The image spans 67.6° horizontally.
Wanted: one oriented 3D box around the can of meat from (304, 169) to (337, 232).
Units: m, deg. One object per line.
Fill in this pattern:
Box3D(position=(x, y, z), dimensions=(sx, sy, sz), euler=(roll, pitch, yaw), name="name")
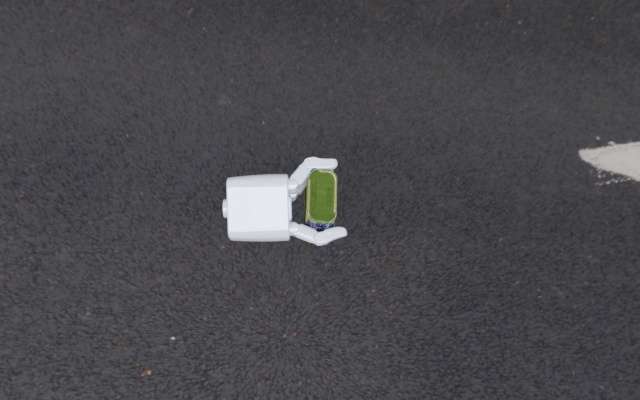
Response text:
Box3D(position=(0.000, 0.003, 0.852), dimensions=(0.057, 0.102, 0.084), euler=(2, -16, -3), name="can of meat")
